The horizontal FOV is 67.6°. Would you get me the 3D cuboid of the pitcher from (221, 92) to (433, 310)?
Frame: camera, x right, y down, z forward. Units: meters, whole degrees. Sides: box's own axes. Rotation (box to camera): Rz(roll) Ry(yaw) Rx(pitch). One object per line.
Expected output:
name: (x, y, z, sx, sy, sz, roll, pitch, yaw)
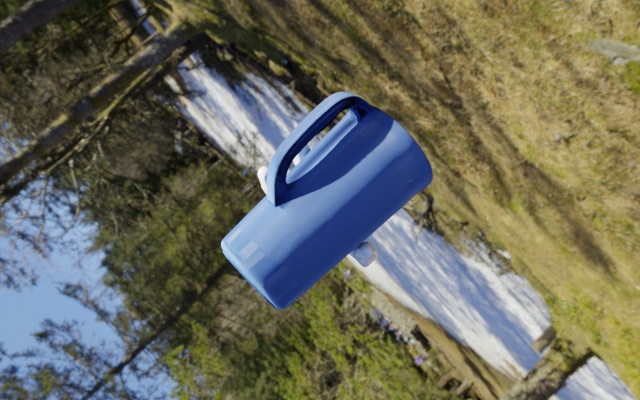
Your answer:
pitcher: (0.000, 0.002, 0.561, 0.243, 0.149, 0.145, -43, -4, -10)
